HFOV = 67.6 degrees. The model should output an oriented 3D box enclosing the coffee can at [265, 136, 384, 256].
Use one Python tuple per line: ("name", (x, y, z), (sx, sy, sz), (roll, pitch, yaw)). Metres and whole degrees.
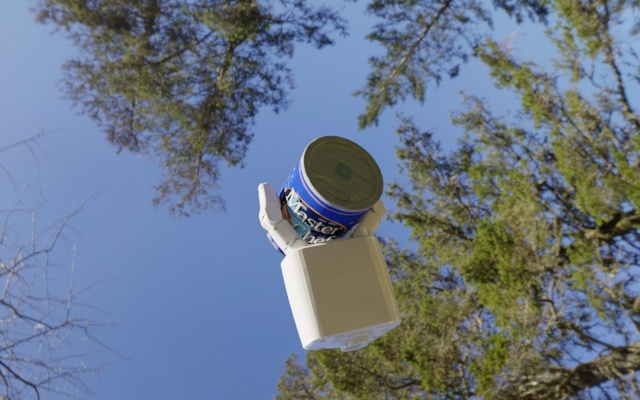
("coffee can", (0.000, 0.002, 0.598), (0.103, 0.102, 0.140), (0, -31, -28))
